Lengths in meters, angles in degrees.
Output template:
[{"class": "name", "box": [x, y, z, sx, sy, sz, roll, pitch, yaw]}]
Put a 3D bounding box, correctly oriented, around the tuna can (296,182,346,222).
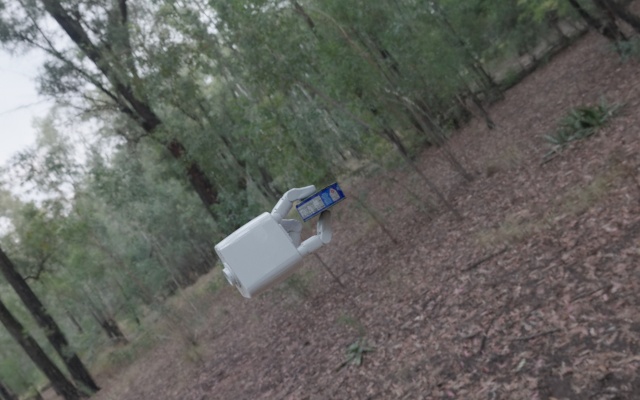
[{"class": "tuna can", "box": [0.000, 0.002, 0.830, 0.086, 0.034, 0.086, -30, -1, 0]}]
